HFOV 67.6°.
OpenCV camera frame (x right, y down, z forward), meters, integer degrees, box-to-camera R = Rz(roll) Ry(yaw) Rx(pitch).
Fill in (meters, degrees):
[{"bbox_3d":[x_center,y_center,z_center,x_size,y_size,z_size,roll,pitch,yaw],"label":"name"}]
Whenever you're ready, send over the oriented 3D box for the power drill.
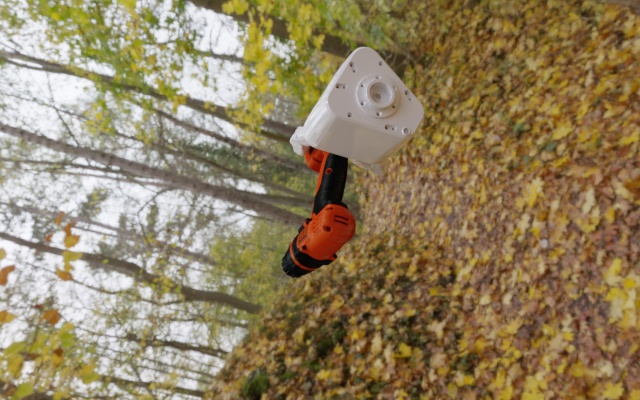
[{"bbox_3d":[0.000,0.002,0.650,0.057,0.187,0.184,16,-30,-18],"label":"power drill"}]
